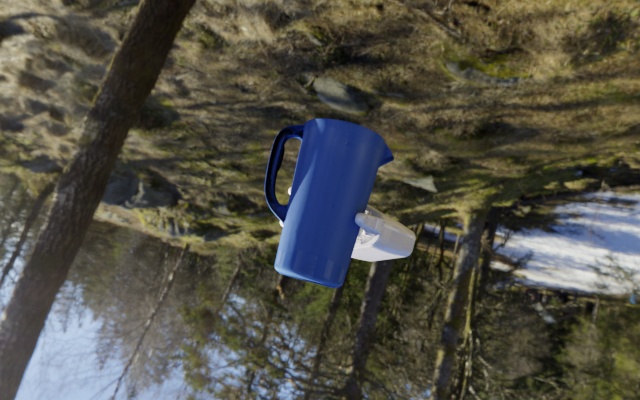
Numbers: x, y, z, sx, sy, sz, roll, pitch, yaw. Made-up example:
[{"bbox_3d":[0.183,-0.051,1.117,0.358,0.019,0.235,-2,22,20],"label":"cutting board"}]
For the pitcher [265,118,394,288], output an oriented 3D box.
[{"bbox_3d":[0.000,0.002,0.739,0.149,0.243,0.145,7,-12,44],"label":"pitcher"}]
